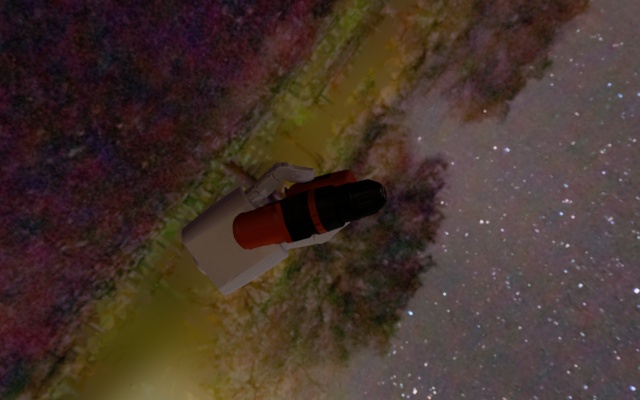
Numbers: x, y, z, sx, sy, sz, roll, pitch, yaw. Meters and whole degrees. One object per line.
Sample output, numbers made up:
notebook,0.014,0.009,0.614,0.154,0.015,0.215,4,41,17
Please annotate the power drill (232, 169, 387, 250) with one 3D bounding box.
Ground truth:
power drill,0.000,0.002,0.609,0.184,0.057,0.187,-14,6,15
